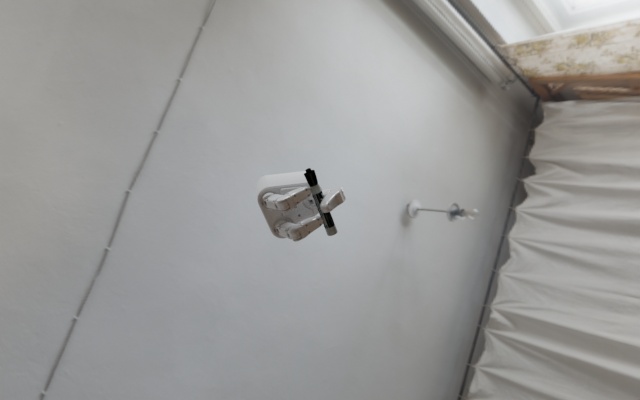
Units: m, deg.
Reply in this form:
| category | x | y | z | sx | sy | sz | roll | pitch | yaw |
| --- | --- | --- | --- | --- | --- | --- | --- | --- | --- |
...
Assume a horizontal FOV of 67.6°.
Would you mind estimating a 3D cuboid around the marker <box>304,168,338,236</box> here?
| category | x | y | z | sx | sy | sz | roll | pitch | yaw |
| --- | --- | --- | --- | --- | --- | --- | --- | --- | --- |
| marker | 0.000 | 0.003 | 0.789 | 0.020 | 0.121 | 0.020 | -19 | 19 | 7 |
